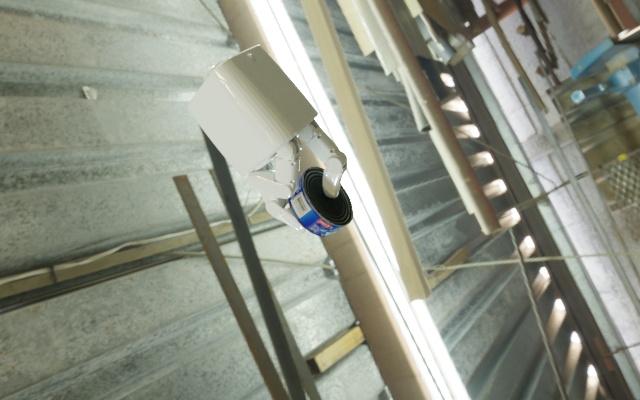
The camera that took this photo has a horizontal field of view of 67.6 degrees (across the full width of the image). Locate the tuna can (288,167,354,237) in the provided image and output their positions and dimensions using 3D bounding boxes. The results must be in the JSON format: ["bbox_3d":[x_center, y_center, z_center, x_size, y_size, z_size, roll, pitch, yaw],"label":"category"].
[{"bbox_3d":[0.000,0.002,0.602,0.034,0.086,0.086,-37,-23,33],"label":"tuna can"}]
